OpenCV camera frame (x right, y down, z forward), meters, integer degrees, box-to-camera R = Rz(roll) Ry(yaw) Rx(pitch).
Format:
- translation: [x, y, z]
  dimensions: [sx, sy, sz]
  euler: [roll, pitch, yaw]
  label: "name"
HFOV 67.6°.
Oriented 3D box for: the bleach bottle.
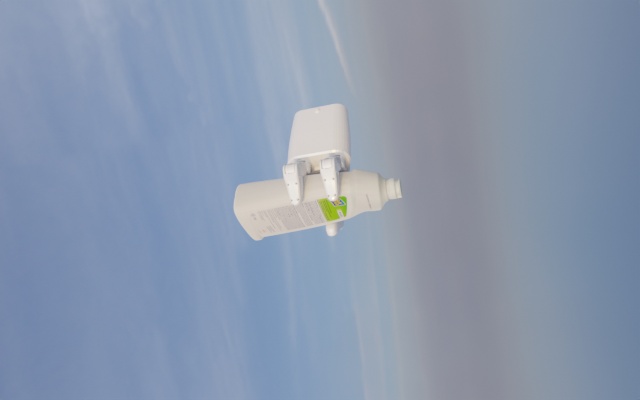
- translation: [0.000, 0.002, 0.737]
  dimensions: [0.251, 0.068, 0.103]
  euler: [-8, -36, 14]
  label: "bleach bottle"
